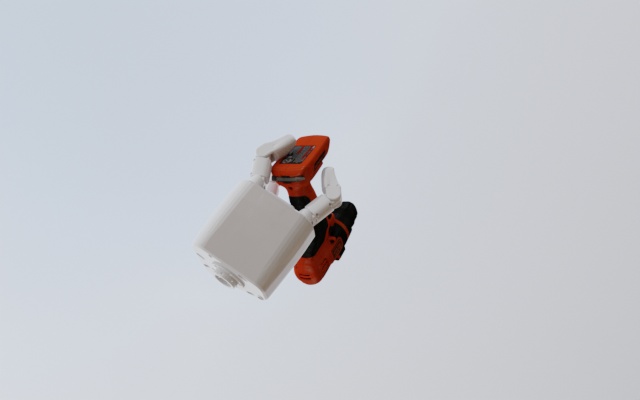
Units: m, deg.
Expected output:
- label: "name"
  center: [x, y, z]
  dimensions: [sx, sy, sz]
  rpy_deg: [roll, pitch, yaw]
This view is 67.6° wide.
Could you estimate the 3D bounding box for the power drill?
- label: "power drill"
  center: [0.000, 0.002, 0.706]
  dimensions: [0.057, 0.188, 0.184]
  rpy_deg: [0, 33, 26]
